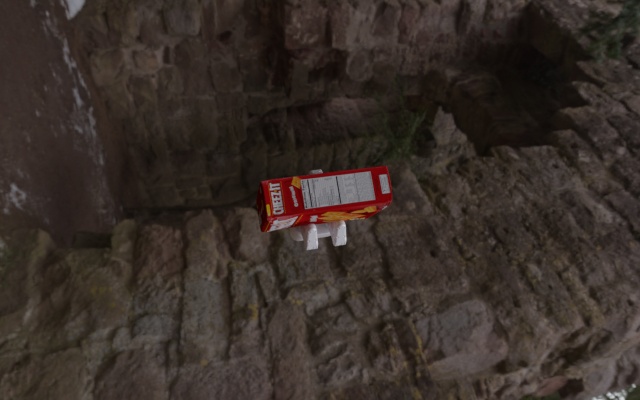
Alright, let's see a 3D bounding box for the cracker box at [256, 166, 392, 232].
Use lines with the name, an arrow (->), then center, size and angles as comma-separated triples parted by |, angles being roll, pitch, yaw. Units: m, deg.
cracker box -> 0.000, 0.003, 0.841 | 0.213, 0.072, 0.164 | -8, -10, -11
